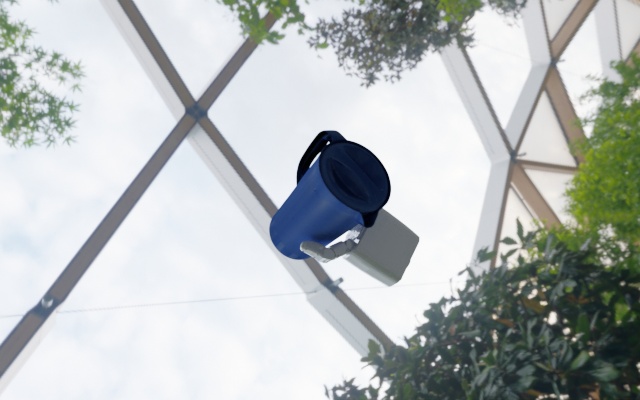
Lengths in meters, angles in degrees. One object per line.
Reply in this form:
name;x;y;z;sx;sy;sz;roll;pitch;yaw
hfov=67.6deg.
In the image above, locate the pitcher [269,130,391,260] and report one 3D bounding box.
pitcher;0.000;0.003;0.837;0.145;0.149;0.243;34;-40;-10
